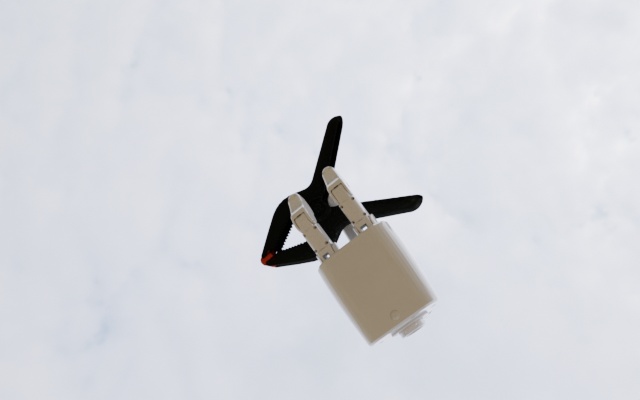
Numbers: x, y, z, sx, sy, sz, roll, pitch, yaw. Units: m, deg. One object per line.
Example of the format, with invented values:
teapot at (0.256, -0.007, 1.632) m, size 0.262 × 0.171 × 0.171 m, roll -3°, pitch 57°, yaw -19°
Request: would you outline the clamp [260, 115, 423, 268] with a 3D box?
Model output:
clamp at (0.000, 0.003, 0.608) m, size 0.210 × 0.164 × 0.036 m, roll -38°, pitch -23°, yaw 8°
